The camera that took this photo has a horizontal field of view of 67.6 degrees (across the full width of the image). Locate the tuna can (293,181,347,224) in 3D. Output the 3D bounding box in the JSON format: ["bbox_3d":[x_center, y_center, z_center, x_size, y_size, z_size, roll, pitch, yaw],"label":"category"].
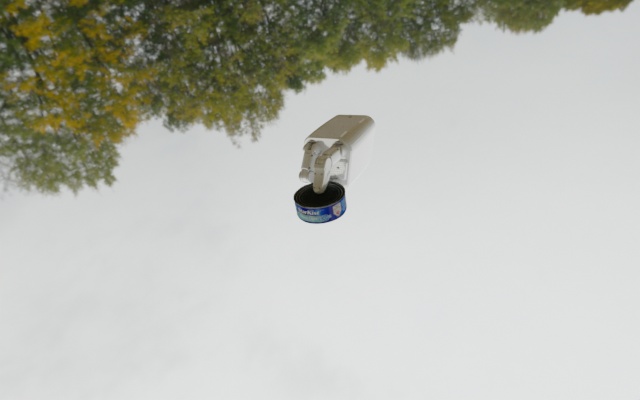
[{"bbox_3d":[0.000,0.003,0.784,0.086,0.034,0.086,-7,30,4],"label":"tuna can"}]
